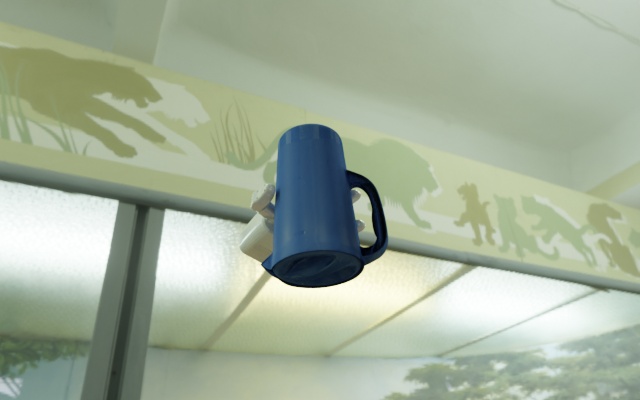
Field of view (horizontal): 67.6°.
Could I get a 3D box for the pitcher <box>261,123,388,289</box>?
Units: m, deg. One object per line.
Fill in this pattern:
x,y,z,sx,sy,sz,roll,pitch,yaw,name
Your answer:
0.000,0.002,0.737,0.149,0.242,0.145,16,-37,-29,pitcher
